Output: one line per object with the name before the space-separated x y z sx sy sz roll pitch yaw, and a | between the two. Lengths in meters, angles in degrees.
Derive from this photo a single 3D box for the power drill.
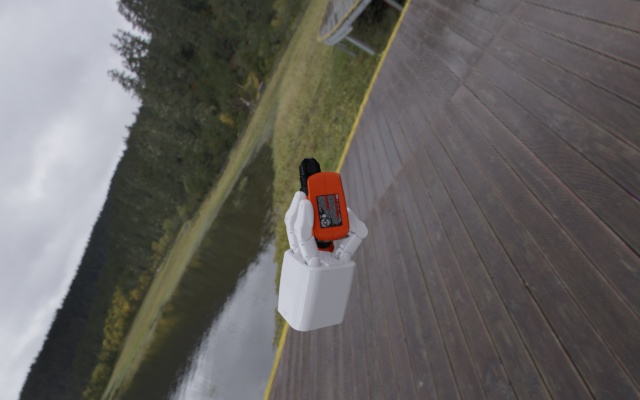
power drill | 0.000 0.003 0.813 0.057 0.184 0.187 -10 -5 -6
